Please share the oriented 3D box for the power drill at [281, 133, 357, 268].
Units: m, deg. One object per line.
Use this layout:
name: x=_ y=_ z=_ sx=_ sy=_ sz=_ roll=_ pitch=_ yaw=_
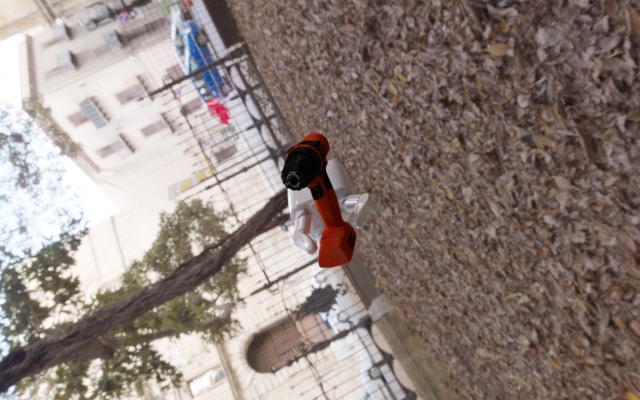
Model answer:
power drill: x=0.000 y=0.003 z=0.712 sx=0.057 sy=0.188 sz=0.184 roll=-11 pitch=19 yaw=16
